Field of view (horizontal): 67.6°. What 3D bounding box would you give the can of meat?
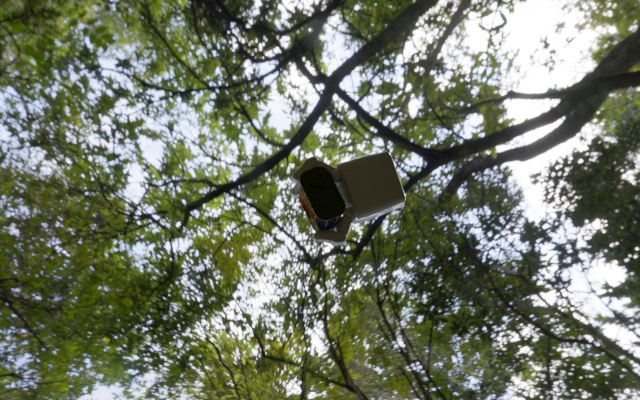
[{"bbox_3d":[0.000,0.003,0.870,0.057,0.102,0.084,-21,-20,-14],"label":"can of meat"}]
